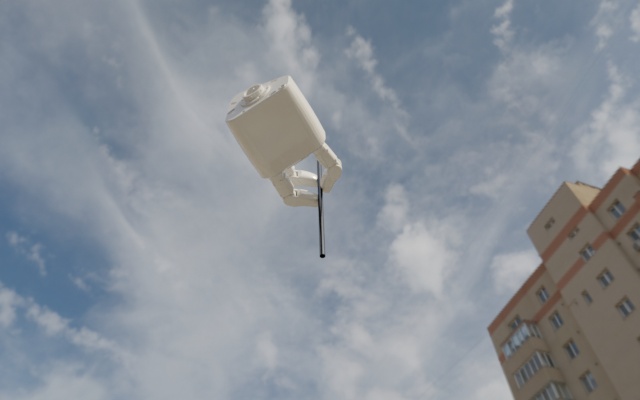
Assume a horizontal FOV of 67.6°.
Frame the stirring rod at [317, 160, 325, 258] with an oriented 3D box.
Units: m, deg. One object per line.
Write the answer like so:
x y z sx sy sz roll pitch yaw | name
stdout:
0.000 0.002 0.735 0.011 0.011 0.239 0 37 -2 | stirring rod
